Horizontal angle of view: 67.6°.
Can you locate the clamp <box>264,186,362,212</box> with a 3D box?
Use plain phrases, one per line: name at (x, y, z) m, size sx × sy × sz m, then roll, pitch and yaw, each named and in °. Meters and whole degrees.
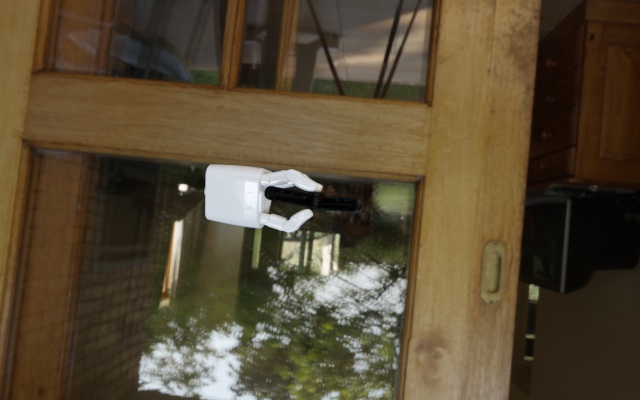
clamp at (0.000, 0.004, 0.886) m, size 0.164 × 0.036 × 0.210 m, roll 9°, pitch -2°, yaw 10°
